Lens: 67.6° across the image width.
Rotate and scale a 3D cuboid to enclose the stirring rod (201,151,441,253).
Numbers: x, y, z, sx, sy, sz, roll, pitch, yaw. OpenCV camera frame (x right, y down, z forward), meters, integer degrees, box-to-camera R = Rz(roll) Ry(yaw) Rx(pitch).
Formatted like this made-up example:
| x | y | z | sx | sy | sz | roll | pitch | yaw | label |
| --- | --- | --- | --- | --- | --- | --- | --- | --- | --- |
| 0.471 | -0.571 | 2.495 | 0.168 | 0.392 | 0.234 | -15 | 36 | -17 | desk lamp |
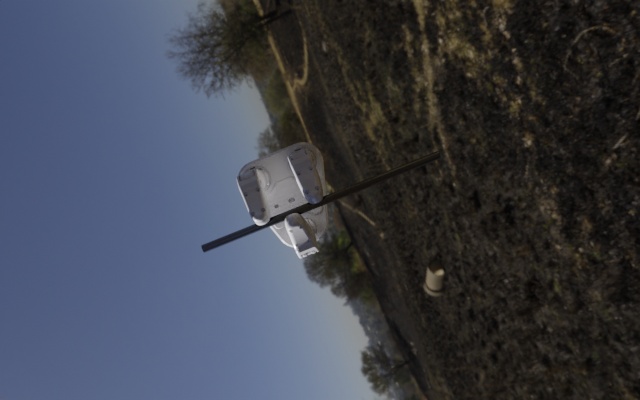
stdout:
| x | y | z | sx | sy | sz | roll | pitch | yaw | label |
| --- | --- | --- | --- | --- | --- | --- | --- | --- | --- |
| 0.000 | 0.001 | 0.452 | 0.239 | 0.011 | 0.011 | -22 | 0 | 1 | stirring rod |
